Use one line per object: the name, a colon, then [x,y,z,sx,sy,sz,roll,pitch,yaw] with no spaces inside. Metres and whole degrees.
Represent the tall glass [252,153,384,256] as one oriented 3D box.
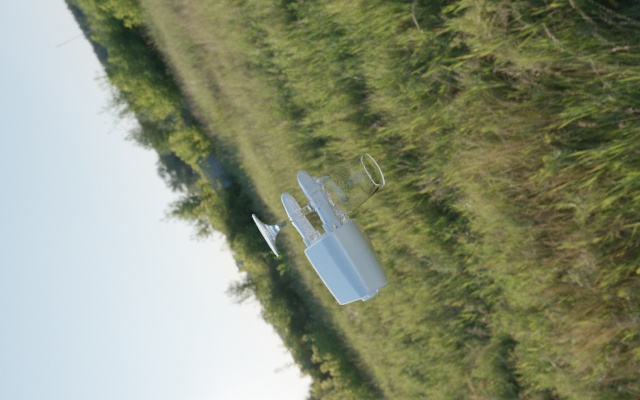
tall glass: [-0.001,0.003,0.739,0.201,0.079,0.079,-32,6,-11]
